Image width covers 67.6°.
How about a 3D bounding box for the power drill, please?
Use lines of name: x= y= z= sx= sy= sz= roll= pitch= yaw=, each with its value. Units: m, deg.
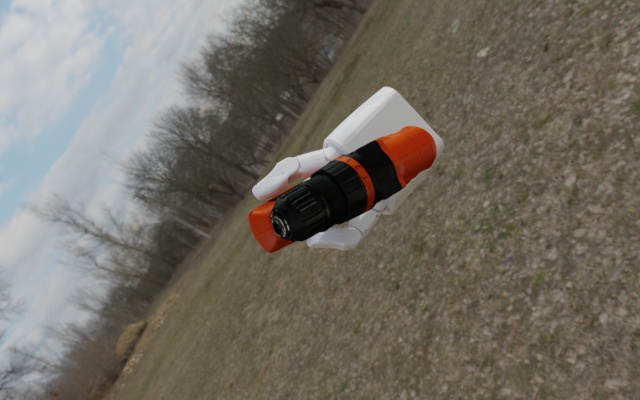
power drill: x=0.000 y=0.001 z=0.465 sx=0.184 sy=0.057 sz=0.188 roll=-27 pitch=1 yaw=-34
